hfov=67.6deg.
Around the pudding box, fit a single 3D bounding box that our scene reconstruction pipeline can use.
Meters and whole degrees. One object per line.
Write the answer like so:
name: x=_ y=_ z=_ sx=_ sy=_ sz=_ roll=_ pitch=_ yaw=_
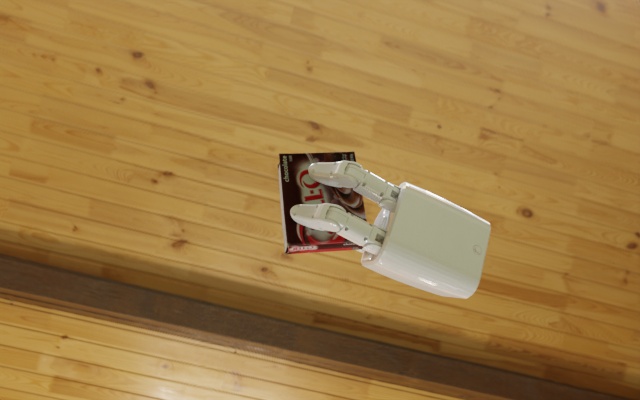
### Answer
pudding box: x=0.000 y=0.002 z=0.538 sx=0.090 sy=0.113 sz=0.039 roll=-3 pitch=-25 yaw=-12
